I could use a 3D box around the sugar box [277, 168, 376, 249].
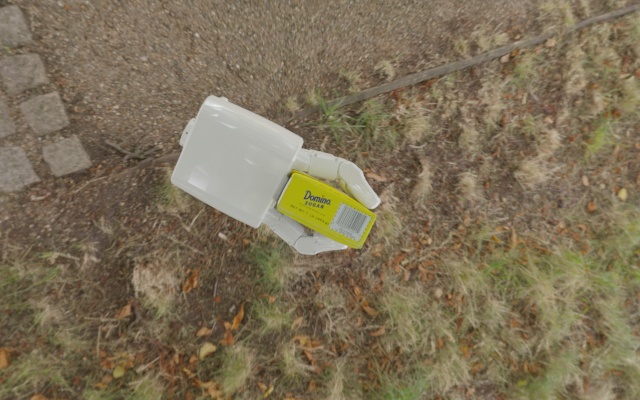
[{"bbox_3d":[0.000,0.001,0.545,0.093,0.048,0.176,27,6,-8],"label":"sugar box"}]
